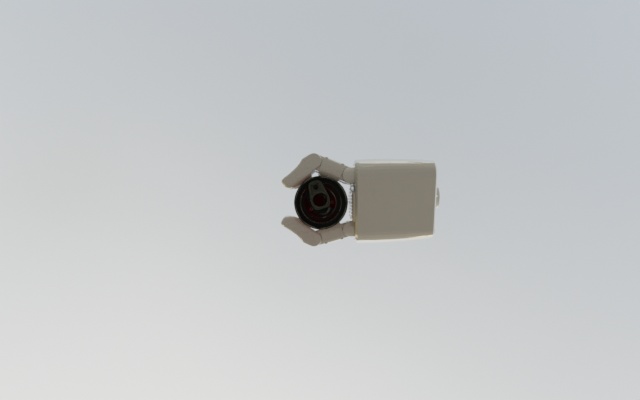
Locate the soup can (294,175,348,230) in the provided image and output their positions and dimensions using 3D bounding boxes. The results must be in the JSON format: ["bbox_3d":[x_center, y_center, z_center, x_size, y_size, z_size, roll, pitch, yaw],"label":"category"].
[{"bbox_3d":[0.000,0.002,0.648,0.068,0.068,0.102,0,1,-1],"label":"soup can"}]
